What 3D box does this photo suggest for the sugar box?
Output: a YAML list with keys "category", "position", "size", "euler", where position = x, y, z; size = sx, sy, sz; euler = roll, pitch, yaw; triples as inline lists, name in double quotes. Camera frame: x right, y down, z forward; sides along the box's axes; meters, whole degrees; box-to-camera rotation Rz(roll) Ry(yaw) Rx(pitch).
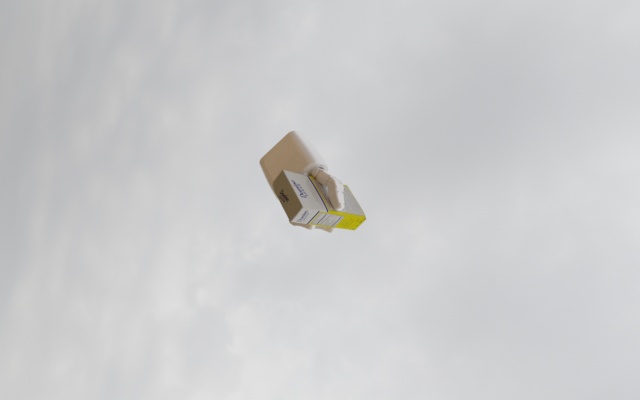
- category: "sugar box"
  position: [0.000, 0.003, 0.886]
  size: [0.176, 0.093, 0.048]
  euler: [9, -49, -44]
